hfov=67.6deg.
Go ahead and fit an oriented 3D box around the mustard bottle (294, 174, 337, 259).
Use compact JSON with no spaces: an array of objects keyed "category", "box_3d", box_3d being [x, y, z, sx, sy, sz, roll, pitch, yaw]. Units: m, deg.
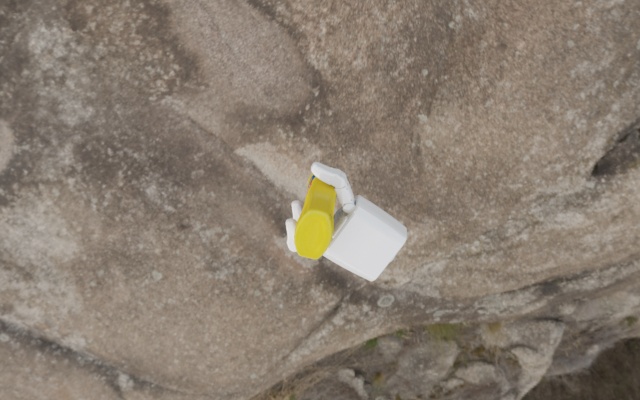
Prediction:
[{"category":"mustard bottle","box_3d":[0.000,0.003,0.795,0.058,0.096,0.191,12,34,1]}]
